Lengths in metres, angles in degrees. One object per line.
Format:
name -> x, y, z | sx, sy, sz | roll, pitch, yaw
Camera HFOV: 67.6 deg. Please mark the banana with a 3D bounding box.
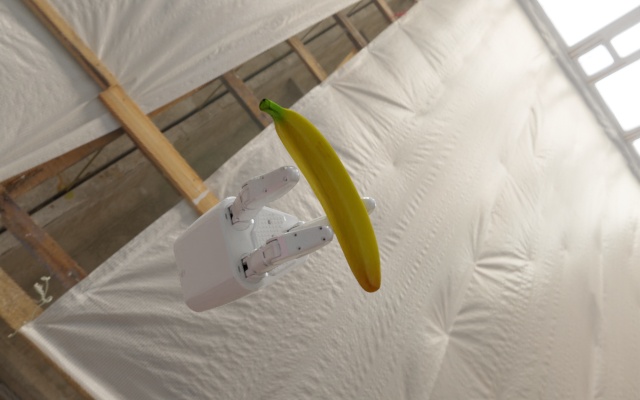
banana -> 0.007, -0.008, 0.449 | 0.037, 0.198, 0.069 | -29, 5, 34
